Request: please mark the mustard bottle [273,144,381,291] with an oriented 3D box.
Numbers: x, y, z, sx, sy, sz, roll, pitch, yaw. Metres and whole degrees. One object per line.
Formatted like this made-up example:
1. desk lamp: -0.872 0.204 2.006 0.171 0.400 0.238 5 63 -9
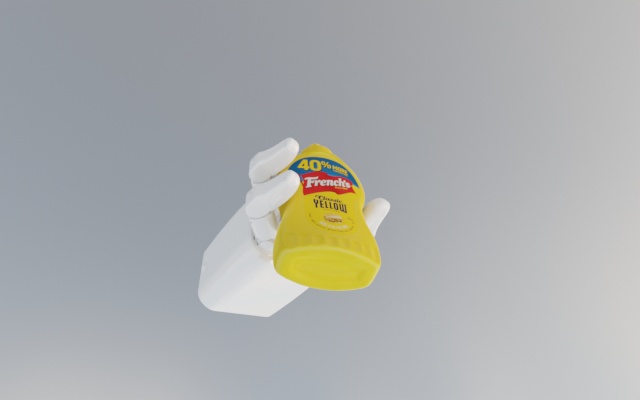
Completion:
1. mustard bottle: 0.000 0.002 0.492 0.096 0.058 0.191 10 38 -13
